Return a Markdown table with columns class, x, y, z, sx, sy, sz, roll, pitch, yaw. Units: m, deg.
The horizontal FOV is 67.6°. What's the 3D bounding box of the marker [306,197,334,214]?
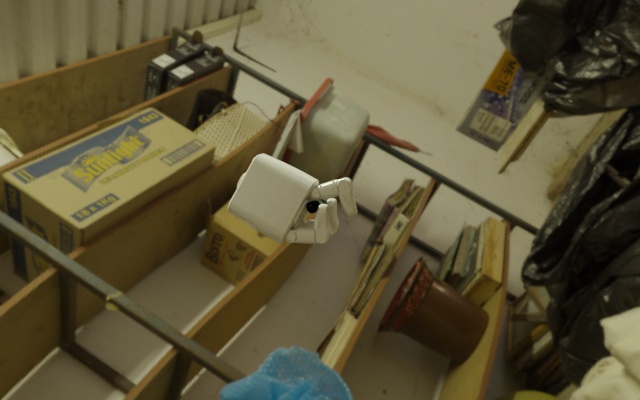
| class | x | y | z | sx | sy | sz | roll | pitch | yaw |
| --- | --- | --- | --- | --- | --- | --- | --- | --- | --- |
| marker | 0.000 | 0.003 | 0.776 | 0.020 | 0.020 | 0.121 | 0 | 9 | 14 |
